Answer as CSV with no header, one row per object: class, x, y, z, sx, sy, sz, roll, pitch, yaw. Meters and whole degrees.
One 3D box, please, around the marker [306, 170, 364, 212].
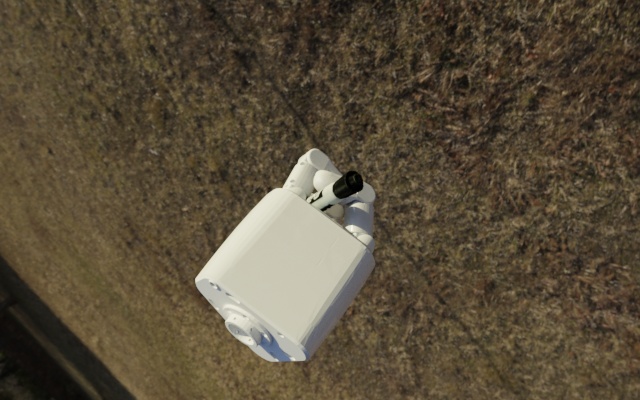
marker,0.000,0.001,0.424,0.020,0.020,0.121,0,-17,-31
